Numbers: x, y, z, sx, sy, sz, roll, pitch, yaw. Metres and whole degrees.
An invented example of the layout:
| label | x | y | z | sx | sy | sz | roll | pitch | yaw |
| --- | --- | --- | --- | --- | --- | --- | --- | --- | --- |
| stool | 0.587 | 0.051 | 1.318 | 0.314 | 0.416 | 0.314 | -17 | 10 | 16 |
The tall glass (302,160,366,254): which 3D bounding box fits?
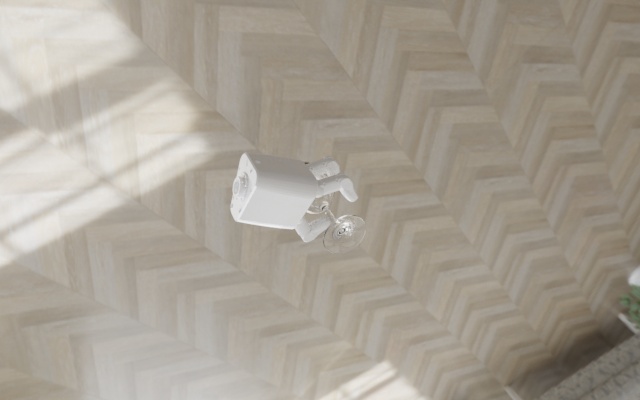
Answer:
| label | x | y | z | sx | sy | sz | roll | pitch | yaw |
| --- | --- | --- | --- | --- | --- | --- | --- | --- | --- |
| tall glass | 0.000 | 0.003 | 0.828 | 0.079 | 0.079 | 0.201 | 0 | 31 | -26 |
